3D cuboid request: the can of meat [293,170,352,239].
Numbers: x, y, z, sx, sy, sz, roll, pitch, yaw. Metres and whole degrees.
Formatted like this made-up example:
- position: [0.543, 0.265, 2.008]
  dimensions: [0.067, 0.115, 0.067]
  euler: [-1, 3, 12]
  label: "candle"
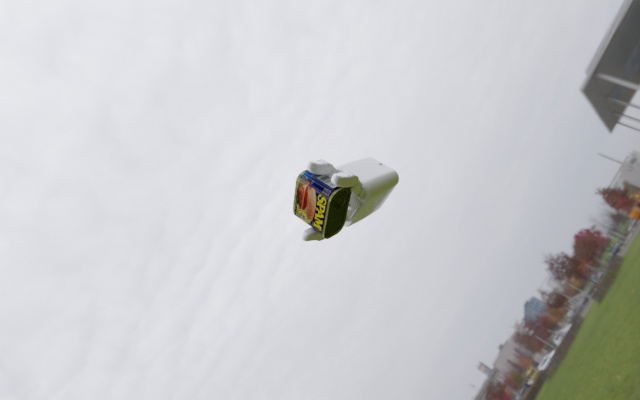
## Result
- position: [0.000, 0.003, 0.843]
  dimensions: [0.084, 0.102, 0.057]
  euler: [33, 41, 30]
  label: "can of meat"
